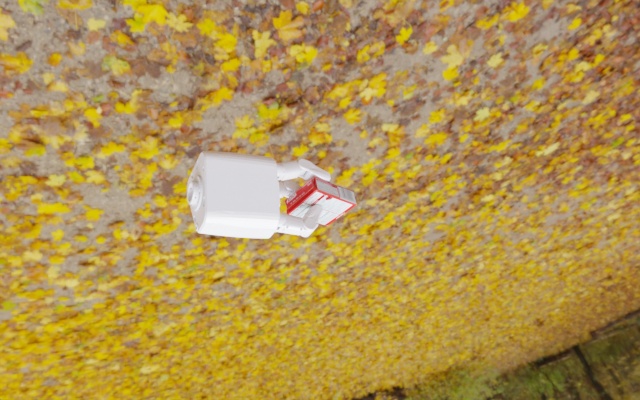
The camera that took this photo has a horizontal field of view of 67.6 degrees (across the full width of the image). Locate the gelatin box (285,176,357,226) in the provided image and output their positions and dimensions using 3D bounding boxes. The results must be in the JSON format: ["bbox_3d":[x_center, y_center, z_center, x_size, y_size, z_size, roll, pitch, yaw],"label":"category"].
[{"bbox_3d":[0.000,0.003,0.757,0.089,0.030,0.073,19,-44,-37],"label":"gelatin box"}]
